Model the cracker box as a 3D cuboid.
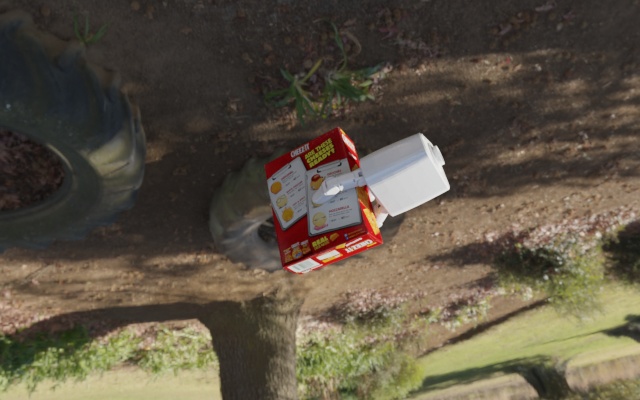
[{"bbox_3d":[0.000,0.003,0.838,0.164,0.213,0.072,-25,-31,20],"label":"cracker box"}]
